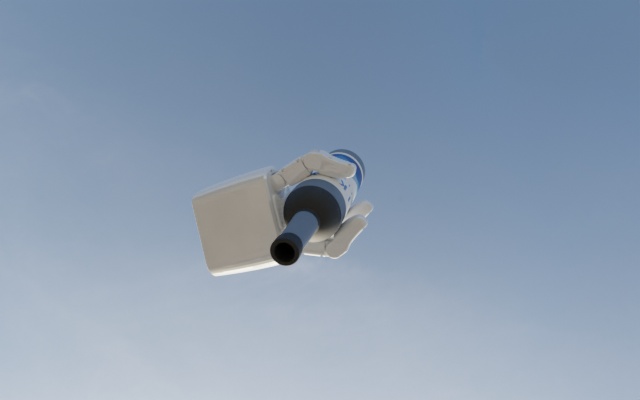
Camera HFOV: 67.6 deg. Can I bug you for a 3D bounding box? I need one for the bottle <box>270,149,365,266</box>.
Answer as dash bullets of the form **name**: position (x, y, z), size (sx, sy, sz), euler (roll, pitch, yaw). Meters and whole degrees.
- **bottle**: position (0.000, 0.002, 0.557), size (0.069, 0.069, 0.295), euler (0, 17, 13)
